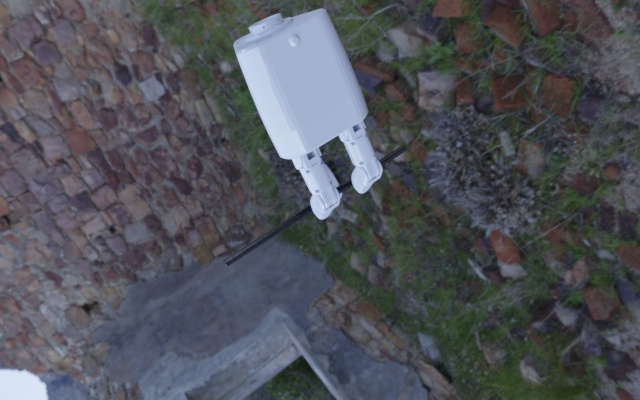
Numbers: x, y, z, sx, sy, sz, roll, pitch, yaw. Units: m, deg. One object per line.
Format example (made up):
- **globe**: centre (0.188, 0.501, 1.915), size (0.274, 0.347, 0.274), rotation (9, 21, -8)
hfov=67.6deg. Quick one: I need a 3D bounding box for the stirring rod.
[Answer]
- **stirring rod**: centre (0.000, 0.002, 0.520), size (0.239, 0.011, 0.011), rotation (-33, 10, -16)
